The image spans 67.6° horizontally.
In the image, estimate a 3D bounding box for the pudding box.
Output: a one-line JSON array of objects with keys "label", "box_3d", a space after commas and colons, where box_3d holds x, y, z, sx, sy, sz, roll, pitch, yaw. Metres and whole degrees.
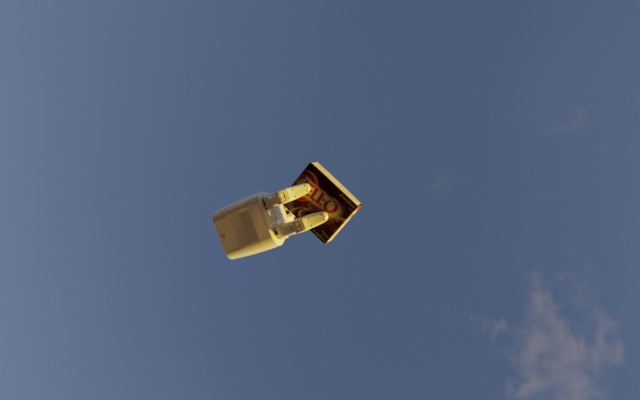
[{"label": "pudding box", "box_3d": [0.000, 0.003, 0.811, 0.113, 0.090, 0.039, 42, 19, 7]}]
